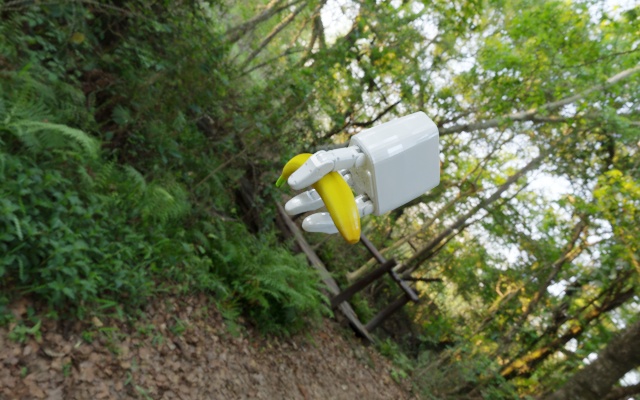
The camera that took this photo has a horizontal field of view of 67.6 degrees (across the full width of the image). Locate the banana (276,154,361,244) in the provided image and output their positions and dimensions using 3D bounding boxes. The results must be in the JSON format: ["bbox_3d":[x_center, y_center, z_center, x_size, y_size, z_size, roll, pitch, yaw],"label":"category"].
[{"bbox_3d":[0.001,-0.016,0.616,0.037,0.070,0.197,-6,25,-30],"label":"banana"}]
